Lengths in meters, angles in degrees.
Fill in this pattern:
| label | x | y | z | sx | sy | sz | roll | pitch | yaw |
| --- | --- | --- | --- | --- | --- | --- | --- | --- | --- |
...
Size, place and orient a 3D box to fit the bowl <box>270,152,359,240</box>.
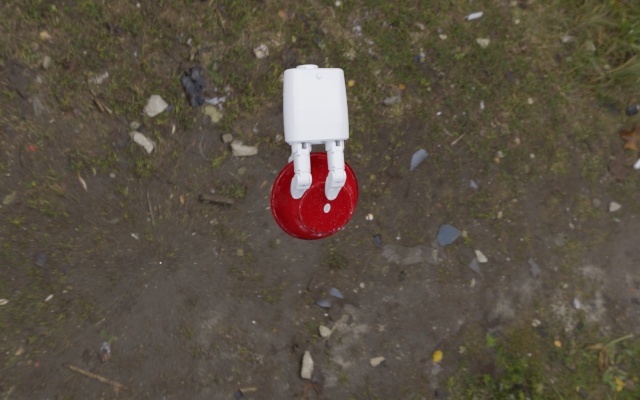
| label | x | y | z | sx | sy | sz | roll | pitch | yaw |
| --- | --- | --- | --- | --- | --- | --- | --- | --- | --- |
| bowl | 0.001 | 0.004 | 0.802 | 0.162 | 0.162 | 0.055 | 0 | 20 | -21 |
